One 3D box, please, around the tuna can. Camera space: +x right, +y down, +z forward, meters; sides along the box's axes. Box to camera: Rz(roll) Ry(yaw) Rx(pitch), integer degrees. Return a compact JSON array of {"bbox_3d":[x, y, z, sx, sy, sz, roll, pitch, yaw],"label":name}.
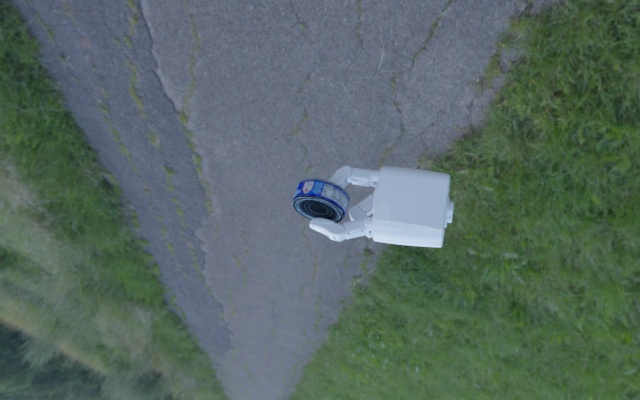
[{"bbox_3d":[0.000,0.003,0.744,0.086,0.033,0.086,14,-27,7],"label":"tuna can"}]
